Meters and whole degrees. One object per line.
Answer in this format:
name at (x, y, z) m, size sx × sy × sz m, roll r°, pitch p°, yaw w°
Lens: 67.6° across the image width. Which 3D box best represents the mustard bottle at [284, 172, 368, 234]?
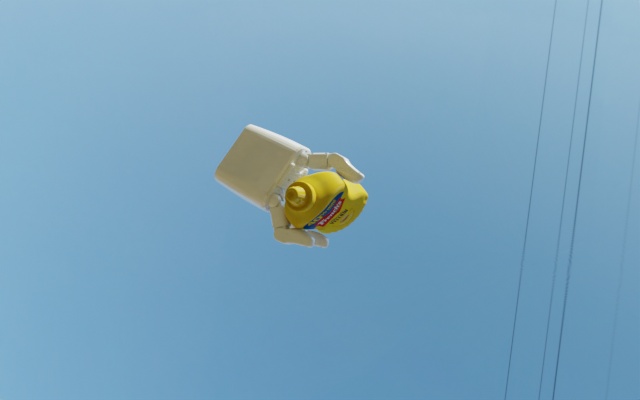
mustard bottle at (0.000, 0.002, 0.691) m, size 0.096 × 0.058 × 0.191 m, roll -42°, pitch -21°, yaw 13°
